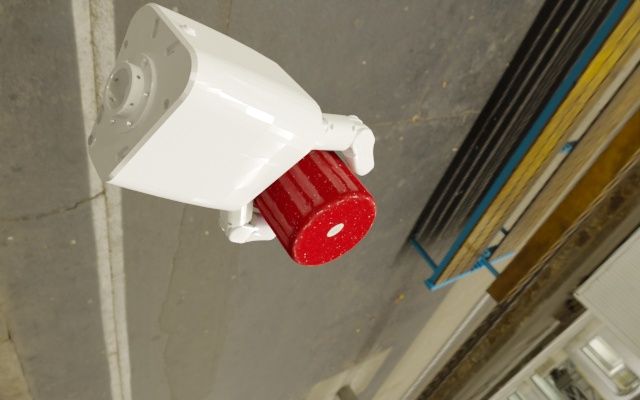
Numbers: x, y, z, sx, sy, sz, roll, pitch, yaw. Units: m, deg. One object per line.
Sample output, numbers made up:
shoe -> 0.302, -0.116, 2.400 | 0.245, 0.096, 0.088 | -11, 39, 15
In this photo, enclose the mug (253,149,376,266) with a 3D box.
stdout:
mug -> 0.001, 0.002, 0.408 | 0.117, 0.093, 0.081 | 12, 33, -49
